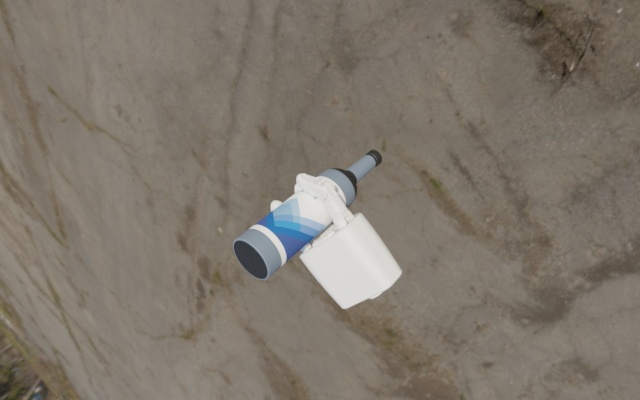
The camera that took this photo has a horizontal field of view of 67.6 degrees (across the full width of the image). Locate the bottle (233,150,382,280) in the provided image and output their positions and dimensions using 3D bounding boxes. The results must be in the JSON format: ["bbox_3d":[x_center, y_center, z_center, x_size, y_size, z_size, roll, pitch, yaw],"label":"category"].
[{"bbox_3d":[0.000,0.002,0.710,0.069,0.069,0.295,0,31,47],"label":"bottle"}]
